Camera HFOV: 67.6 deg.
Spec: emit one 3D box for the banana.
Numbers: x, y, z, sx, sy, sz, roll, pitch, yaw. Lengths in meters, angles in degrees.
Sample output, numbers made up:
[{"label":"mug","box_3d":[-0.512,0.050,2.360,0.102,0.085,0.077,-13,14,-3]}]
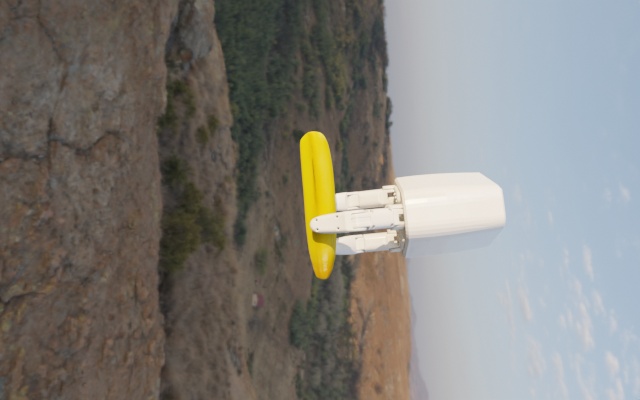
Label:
[{"label":"banana","box_3d":[-0.001,-0.010,0.561,0.037,0.197,0.070,-6,-29,1]}]
